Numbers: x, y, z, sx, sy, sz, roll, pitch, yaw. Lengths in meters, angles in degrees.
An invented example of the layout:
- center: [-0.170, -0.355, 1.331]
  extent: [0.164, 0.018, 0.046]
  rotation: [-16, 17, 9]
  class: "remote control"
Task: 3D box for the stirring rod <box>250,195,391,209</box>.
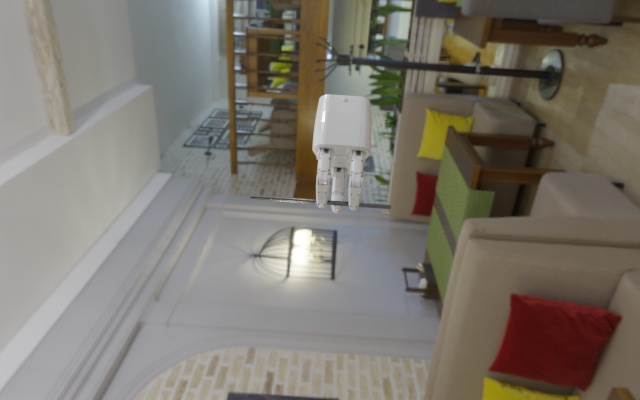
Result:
- center: [0.000, 0.003, 0.818]
  extent: [0.239, 0.011, 0.011]
  rotation: [4, 0, 1]
  class: "stirring rod"
